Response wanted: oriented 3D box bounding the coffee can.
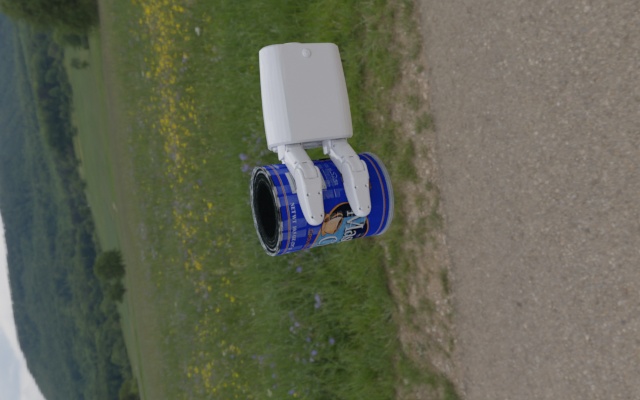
[{"bbox_3d":[0.000,0.002,0.560,0.140,0.103,0.103,-9,4,-23],"label":"coffee can"}]
